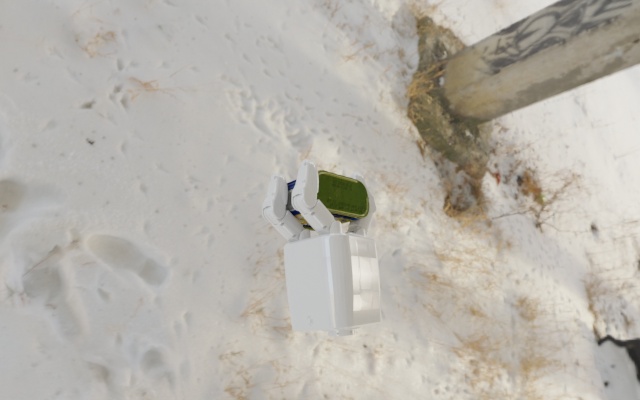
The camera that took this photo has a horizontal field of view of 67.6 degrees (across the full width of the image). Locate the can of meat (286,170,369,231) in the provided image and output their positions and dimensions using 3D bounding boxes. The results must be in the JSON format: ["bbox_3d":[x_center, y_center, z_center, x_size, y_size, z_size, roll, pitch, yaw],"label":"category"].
[{"bbox_3d":[0.000,0.002,0.614,0.102,0.057,0.084,11,-20,-41],"label":"can of meat"}]
